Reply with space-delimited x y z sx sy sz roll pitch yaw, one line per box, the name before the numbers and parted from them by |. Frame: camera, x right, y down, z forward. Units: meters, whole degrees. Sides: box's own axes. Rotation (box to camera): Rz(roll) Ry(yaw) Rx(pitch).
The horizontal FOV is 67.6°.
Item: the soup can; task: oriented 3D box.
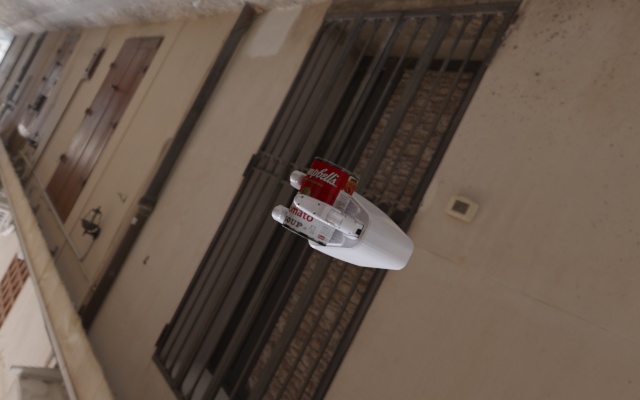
soup can | 0.000 0.002 0.639 0.068 0.102 0.068 27 -2 1
